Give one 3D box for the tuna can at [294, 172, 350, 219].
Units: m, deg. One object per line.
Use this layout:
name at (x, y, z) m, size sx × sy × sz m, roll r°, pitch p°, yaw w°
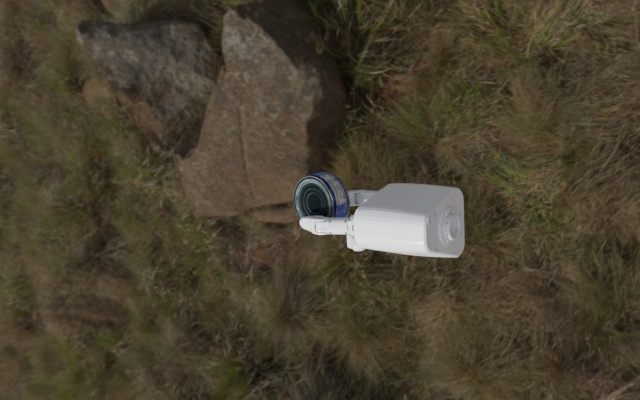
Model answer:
tuna can at (0.000, 0.002, 0.698) m, size 0.086 × 0.086 × 0.034 m, roll 0°, pitch 10°, yaw 45°
